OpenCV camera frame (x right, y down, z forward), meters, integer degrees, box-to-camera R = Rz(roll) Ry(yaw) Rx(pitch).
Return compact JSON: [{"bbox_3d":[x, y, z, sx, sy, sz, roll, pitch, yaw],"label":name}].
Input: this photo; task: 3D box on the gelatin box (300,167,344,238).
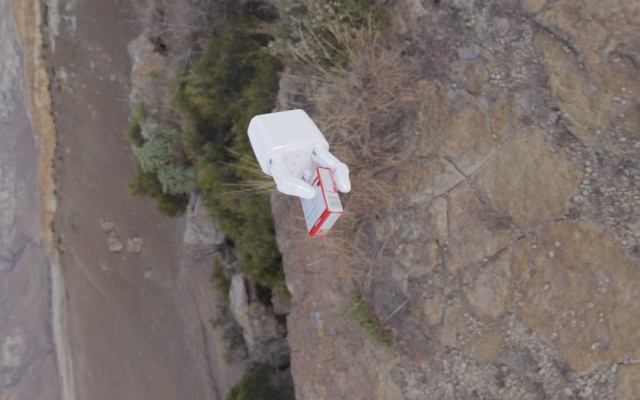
[{"bbox_3d":[0.000,0.003,0.759,0.030,0.089,0.073,5,-39,-27],"label":"gelatin box"}]
